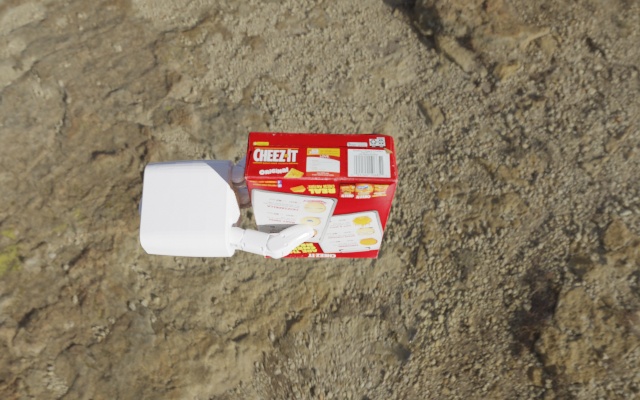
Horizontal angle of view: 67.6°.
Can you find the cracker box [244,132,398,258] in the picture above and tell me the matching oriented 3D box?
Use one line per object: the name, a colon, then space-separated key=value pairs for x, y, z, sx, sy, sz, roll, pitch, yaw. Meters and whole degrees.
cracker box: x=0.000 y=0.002 z=0.604 sx=0.164 sy=0.072 sz=0.214 roll=1 pitch=-29 yaw=0
